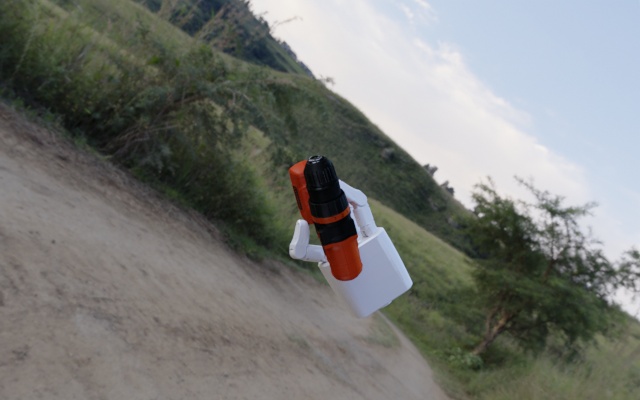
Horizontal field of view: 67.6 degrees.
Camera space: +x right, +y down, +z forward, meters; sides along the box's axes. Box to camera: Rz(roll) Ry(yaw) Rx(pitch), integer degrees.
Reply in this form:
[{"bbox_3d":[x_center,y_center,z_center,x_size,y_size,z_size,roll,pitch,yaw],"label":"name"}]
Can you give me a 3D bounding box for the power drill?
[{"bbox_3d":[0.000,0.002,0.695,0.057,0.184,0.187,-17,24,-6],"label":"power drill"}]
